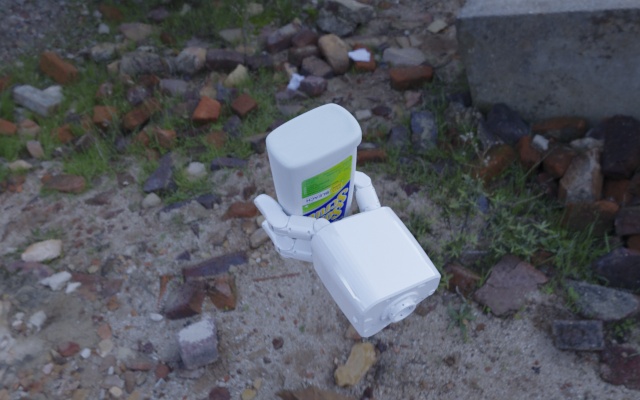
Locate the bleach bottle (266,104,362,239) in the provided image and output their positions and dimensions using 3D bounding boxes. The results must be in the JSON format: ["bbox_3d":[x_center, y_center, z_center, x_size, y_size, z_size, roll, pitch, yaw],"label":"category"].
[{"bbox_3d":[0.000,0.002,0.600,0.102,0.068,0.251,-28,-33,-14],"label":"bleach bottle"}]
